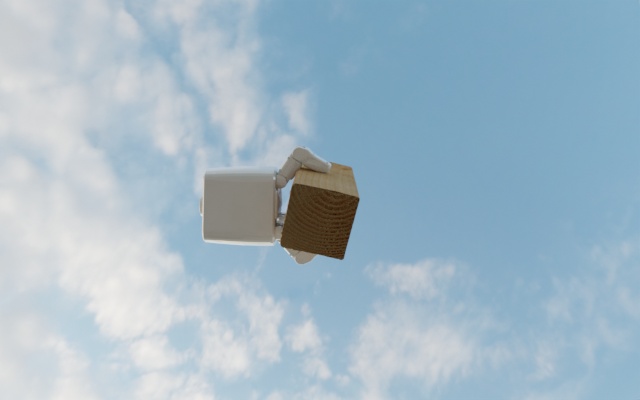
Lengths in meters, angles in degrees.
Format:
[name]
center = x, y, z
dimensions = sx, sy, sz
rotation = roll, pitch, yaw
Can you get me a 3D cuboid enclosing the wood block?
[wood block]
center = 0.000, 0.002, 0.713
dimensions = 0.090, 0.091, 0.206
rotation = 12, 15, -2
